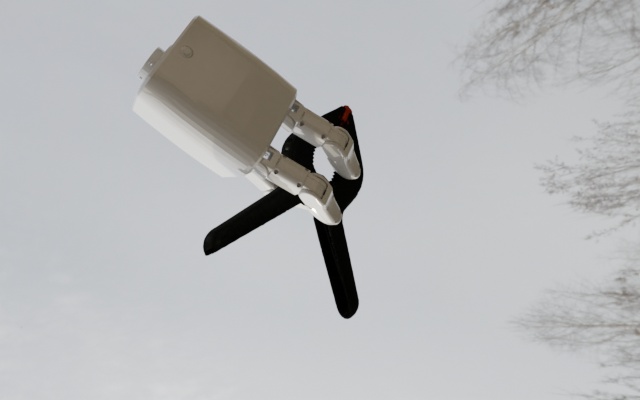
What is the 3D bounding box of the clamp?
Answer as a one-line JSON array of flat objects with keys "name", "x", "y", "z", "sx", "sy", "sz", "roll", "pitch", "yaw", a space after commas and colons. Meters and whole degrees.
[{"name": "clamp", "x": 0.000, "y": 0.001, "z": 0.472, "sx": 0.164, "sy": 0.210, "sz": 0.036, "roll": 37, "pitch": -29, "yaw": -23}]
